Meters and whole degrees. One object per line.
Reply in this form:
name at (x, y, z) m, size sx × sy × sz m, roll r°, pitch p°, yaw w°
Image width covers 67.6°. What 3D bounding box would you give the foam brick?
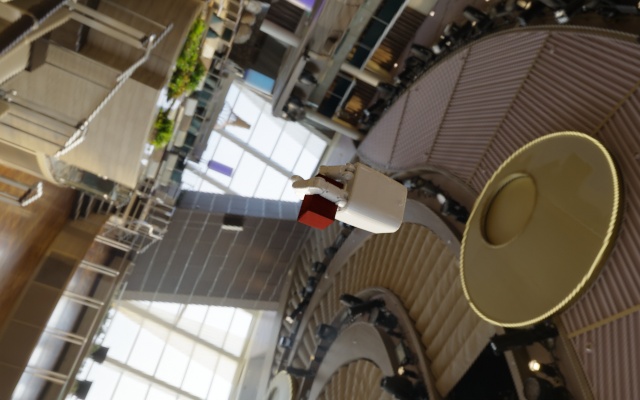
foam brick at (0.000, 0.003, 0.827) m, size 0.051 × 0.078 × 0.053 m, roll 24°, pitch -29°, yaw -16°
